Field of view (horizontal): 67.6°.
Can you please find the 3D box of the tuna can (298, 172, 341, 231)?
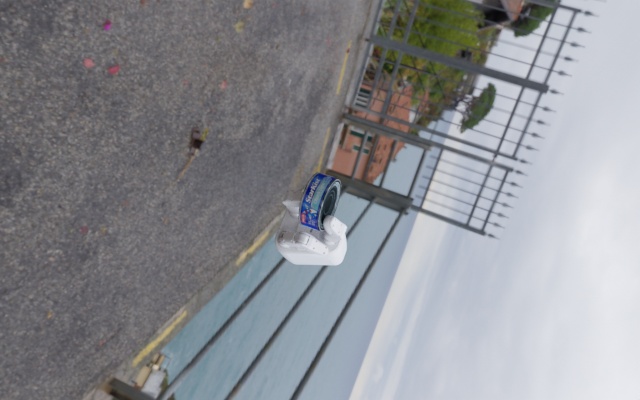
[{"bbox_3d":[0.001,0.003,0.724,0.034,0.086,0.086,19,6,17],"label":"tuna can"}]
